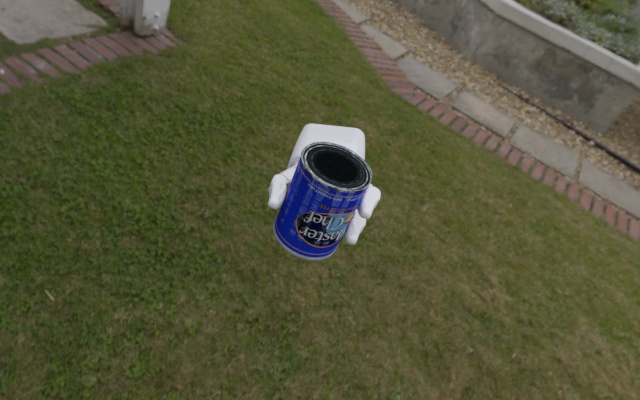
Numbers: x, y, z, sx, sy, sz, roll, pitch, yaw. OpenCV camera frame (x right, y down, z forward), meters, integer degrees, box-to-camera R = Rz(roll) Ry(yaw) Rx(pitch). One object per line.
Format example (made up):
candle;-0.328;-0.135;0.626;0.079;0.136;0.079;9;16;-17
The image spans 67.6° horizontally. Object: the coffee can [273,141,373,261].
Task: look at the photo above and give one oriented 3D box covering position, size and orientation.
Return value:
coffee can;0.000;0.002;0.682;0.103;0.140;0.102;15;40;-12
